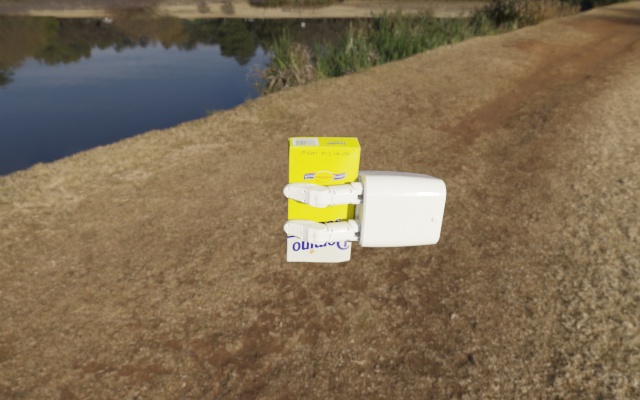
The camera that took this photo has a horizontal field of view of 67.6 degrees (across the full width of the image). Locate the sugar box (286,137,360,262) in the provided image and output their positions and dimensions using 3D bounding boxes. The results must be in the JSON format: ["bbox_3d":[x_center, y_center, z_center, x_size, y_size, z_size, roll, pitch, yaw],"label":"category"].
[{"bbox_3d":[0.000,0.002,0.654,0.093,0.176,0.048,0,25,-4],"label":"sugar box"}]
